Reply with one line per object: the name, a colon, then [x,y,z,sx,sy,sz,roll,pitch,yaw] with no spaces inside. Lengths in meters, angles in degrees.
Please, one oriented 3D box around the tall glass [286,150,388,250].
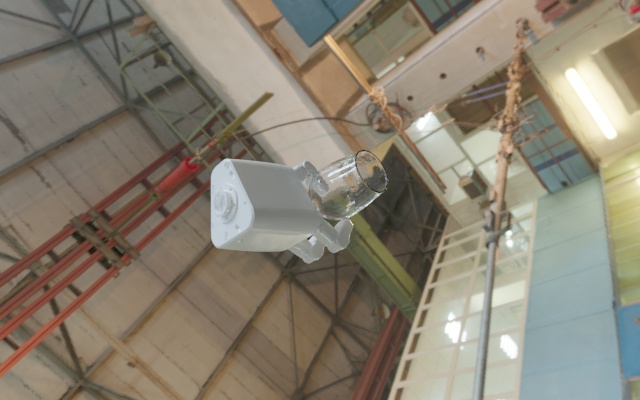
tall glass: [0.000,0.002,0.675,0.079,0.079,0.201,0,-24,-47]
